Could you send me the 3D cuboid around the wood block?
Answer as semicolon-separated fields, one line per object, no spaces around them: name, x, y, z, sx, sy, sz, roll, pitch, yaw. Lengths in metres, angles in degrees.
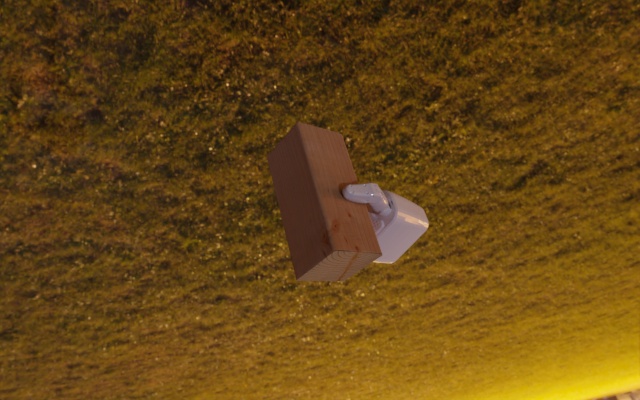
wood block;0.001;0.002;0.685;0.090;0.206;0.091;9;-37;-39
